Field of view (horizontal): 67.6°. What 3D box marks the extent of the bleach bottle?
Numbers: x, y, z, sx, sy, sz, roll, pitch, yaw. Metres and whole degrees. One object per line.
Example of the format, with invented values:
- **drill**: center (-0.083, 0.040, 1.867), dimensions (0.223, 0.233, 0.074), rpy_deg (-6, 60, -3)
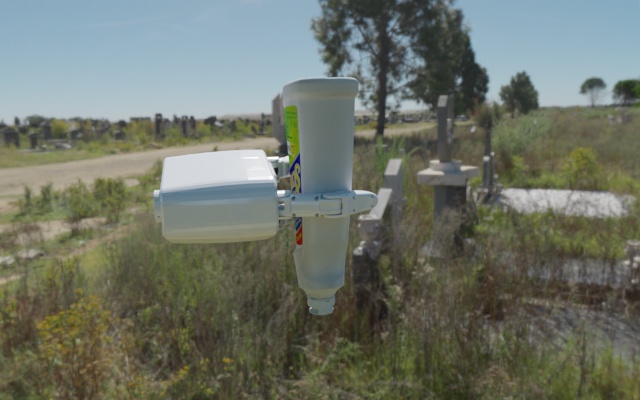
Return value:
- **bleach bottle**: center (0.000, 0.002, 0.509), dimensions (0.068, 0.251, 0.102), rpy_deg (-4, 10, -14)
